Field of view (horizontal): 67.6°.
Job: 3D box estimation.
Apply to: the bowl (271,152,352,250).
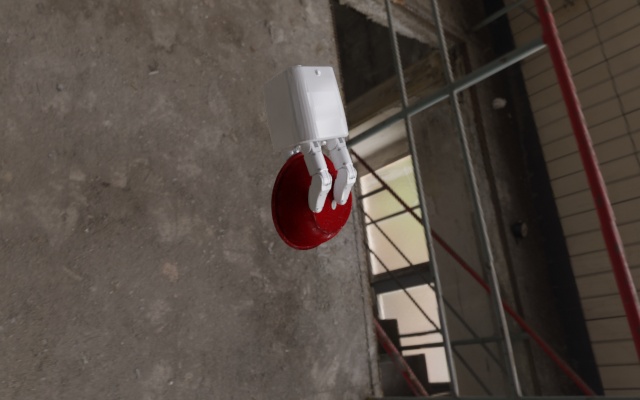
[{"bbox_3d":[0.001,0.004,0.747,0.055,0.162,0.162,8,5,42],"label":"bowl"}]
